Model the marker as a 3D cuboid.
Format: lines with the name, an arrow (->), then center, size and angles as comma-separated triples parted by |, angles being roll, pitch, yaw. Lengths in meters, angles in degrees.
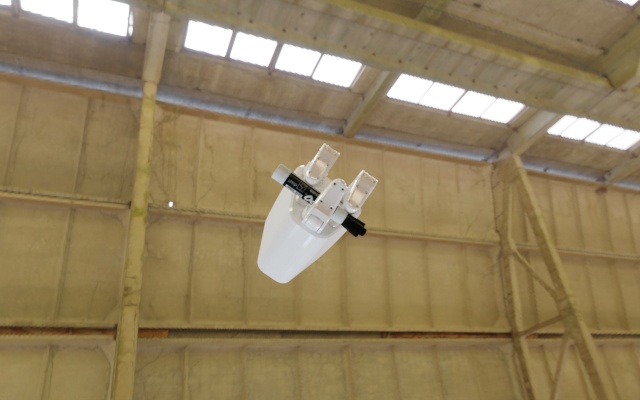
marker -> 0.000, 0.002, 0.529 | 0.121, 0.020, 0.020 | 35, -2, -2
